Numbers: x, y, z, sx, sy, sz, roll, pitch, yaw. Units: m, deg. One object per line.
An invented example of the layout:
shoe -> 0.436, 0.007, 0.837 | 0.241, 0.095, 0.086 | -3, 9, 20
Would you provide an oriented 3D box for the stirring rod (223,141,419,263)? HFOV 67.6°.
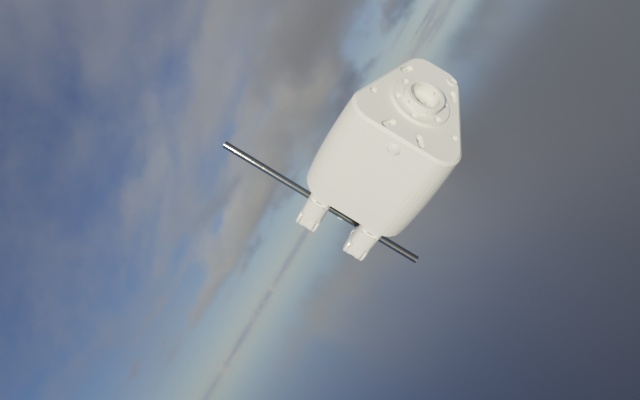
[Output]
stirring rod -> 0.000, 0.002, 0.513 | 0.239, 0.011, 0.011 | 31, 0, 0
